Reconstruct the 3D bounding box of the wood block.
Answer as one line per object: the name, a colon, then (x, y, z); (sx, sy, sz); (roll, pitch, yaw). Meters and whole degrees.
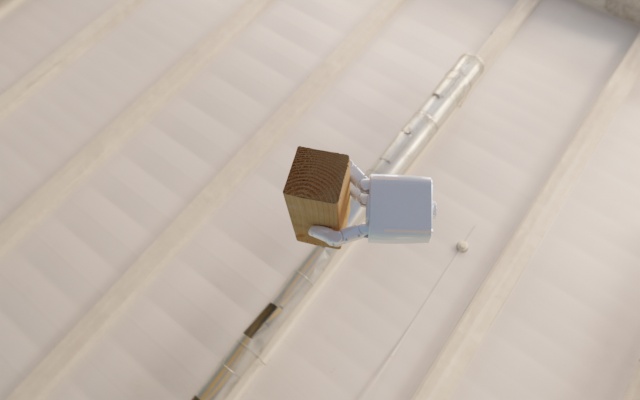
wood block: (0.000, 0.003, 0.837); (0.090, 0.090, 0.206); (11, -25, 9)
